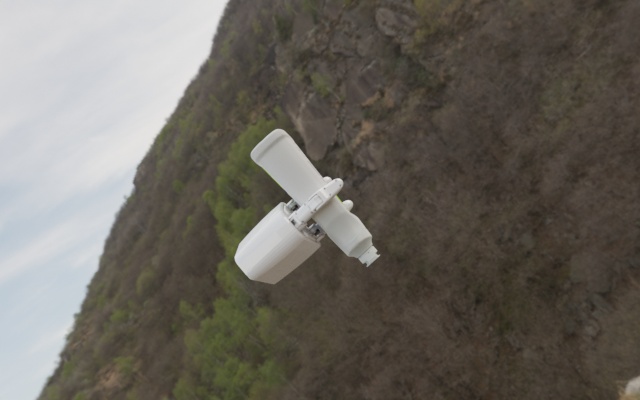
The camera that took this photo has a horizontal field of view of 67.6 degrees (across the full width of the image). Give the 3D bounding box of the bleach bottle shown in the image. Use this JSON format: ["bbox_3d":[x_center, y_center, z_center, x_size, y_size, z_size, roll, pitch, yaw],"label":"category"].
[{"bbox_3d":[0.000,0.002,0.761,0.068,0.251,0.102,-42,-6,4],"label":"bleach bottle"}]
